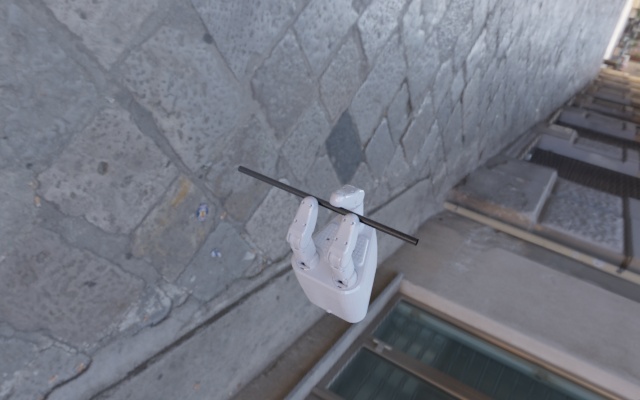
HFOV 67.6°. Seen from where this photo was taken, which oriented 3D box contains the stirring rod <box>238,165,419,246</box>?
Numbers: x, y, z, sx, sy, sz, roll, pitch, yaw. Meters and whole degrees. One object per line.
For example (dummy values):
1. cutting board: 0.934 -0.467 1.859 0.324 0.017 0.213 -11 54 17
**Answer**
1. stirring rod: 0.000 0.002 0.550 0.239 0.011 0.011 23 10 24
